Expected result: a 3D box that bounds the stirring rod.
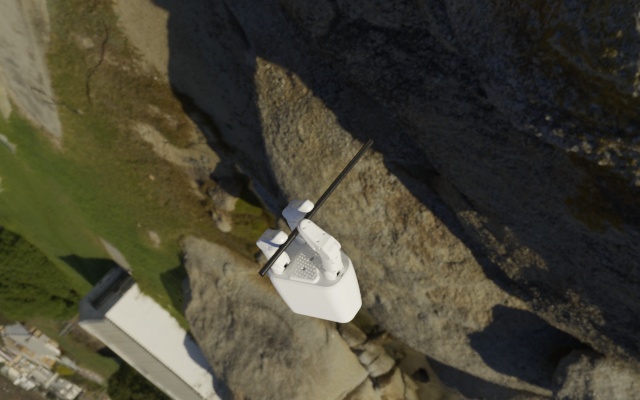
[{"bbox_3d":[0.000,0.002,0.602,0.011,0.011,0.239,0,44,53],"label":"stirring rod"}]
